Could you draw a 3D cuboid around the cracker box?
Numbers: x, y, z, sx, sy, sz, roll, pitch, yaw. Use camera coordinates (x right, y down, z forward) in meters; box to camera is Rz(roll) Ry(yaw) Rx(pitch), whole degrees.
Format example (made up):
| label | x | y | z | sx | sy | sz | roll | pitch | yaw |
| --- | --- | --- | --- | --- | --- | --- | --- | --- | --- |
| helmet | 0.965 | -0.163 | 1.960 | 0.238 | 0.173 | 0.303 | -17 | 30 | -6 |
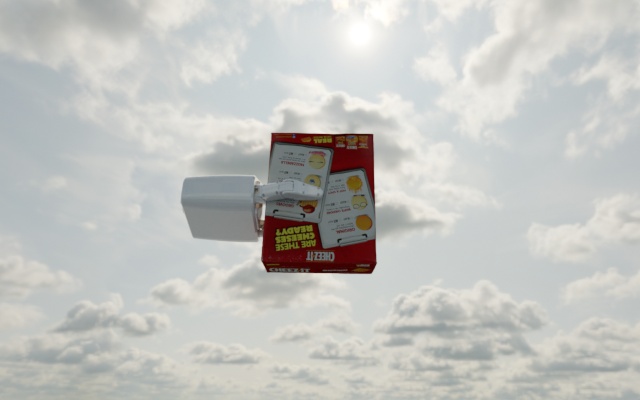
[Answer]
| label | x | y | z | sx | sy | sz | roll | pitch | yaw |
| --- | --- | --- | --- | --- | --- | --- | --- | --- | --- |
| cracker box | 0.000 | 0.002 | 0.733 | 0.164 | 0.213 | 0.072 | 1 | -24 | 1 |
